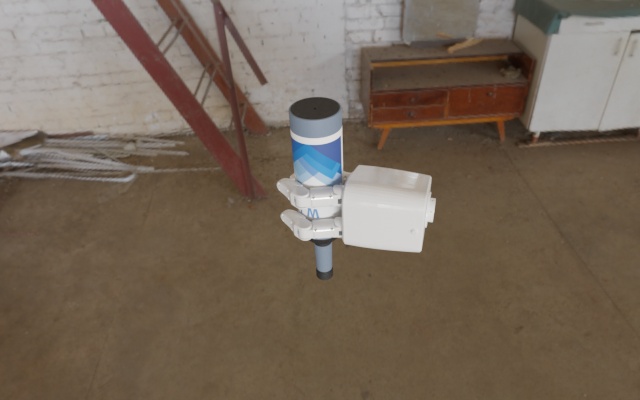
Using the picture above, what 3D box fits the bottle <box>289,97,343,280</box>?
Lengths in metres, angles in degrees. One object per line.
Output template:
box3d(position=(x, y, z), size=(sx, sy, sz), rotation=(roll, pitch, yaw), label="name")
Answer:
box3d(position=(0.000, 0.002, 0.682), size=(0.069, 0.296, 0.069), rotation=(-2, 37, 2), label="bottle")
